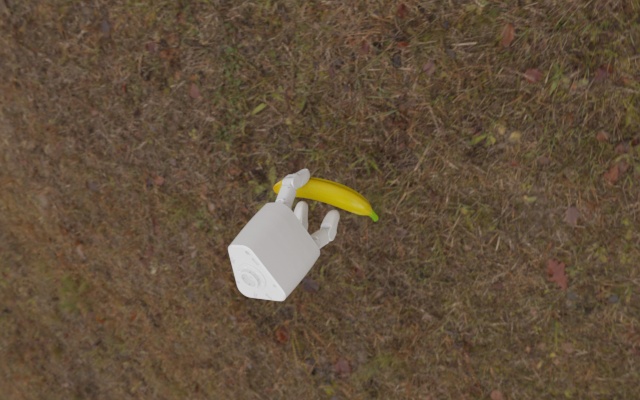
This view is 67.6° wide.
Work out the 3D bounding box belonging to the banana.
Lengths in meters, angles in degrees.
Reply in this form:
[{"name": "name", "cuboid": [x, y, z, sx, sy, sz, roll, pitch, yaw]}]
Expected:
[{"name": "banana", "cuboid": [0.003, -0.009, 0.814, 0.198, 0.037, 0.070, 18, -38, 17]}]
